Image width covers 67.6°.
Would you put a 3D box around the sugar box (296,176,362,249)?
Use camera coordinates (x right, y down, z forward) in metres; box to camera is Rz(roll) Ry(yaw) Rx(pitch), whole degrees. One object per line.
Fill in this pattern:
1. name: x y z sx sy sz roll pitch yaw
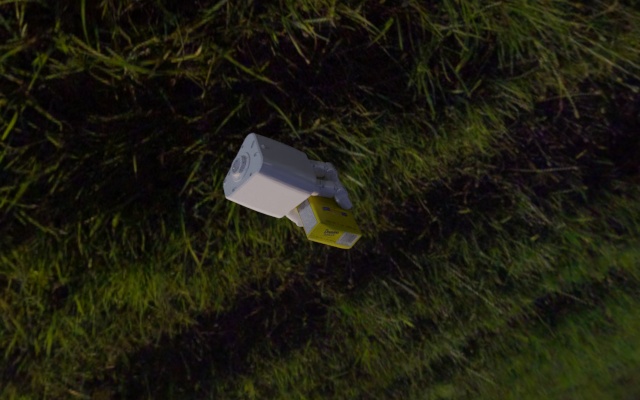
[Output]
1. sugar box: 0.000 0.002 0.842 0.093 0.048 0.176 18 34 -35
